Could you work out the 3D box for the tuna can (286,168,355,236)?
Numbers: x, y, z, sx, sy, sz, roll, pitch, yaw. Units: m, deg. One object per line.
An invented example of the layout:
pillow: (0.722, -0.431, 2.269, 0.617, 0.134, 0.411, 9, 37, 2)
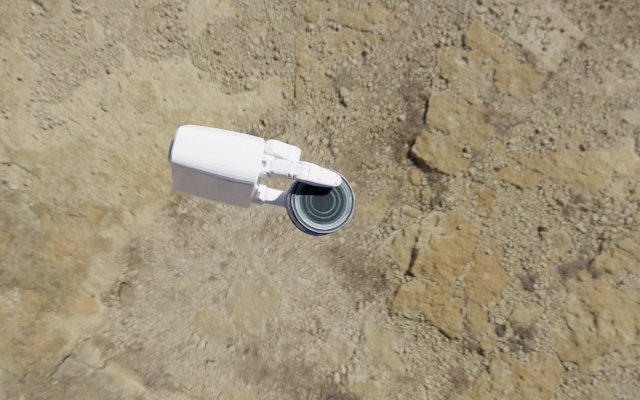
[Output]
tuna can: (0.000, 0.002, 0.615, 0.086, 0.086, 0.034, 0, -8, -14)
